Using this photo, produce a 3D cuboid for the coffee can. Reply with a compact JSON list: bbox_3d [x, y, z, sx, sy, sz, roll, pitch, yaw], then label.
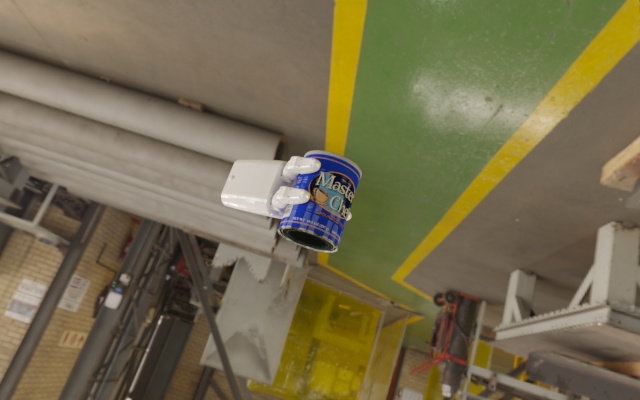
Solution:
[{"bbox_3d":[0.000,0.003,0.791,0.103,0.140,0.103,17,-19,6],"label":"coffee can"}]
